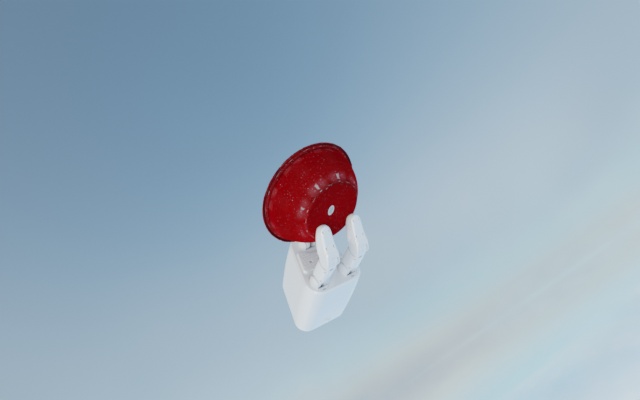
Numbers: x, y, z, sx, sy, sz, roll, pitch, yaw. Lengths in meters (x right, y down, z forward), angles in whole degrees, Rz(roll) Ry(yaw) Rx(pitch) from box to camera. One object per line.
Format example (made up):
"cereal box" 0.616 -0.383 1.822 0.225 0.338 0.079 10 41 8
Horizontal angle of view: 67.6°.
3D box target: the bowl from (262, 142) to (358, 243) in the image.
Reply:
"bowl" 0.000 0.001 0.672 0.162 0.162 0.055 0 27 -43
